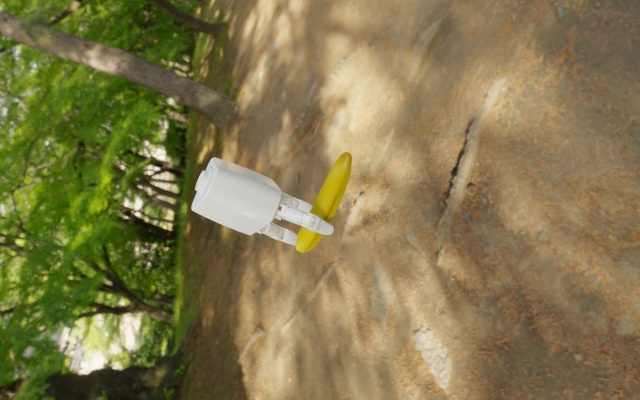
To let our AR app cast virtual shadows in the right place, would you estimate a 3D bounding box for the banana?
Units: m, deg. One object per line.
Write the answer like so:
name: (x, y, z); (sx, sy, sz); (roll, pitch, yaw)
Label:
banana: (0.002, 0.013, 0.786); (0.037, 0.198, 0.069); (23, 16, -19)
